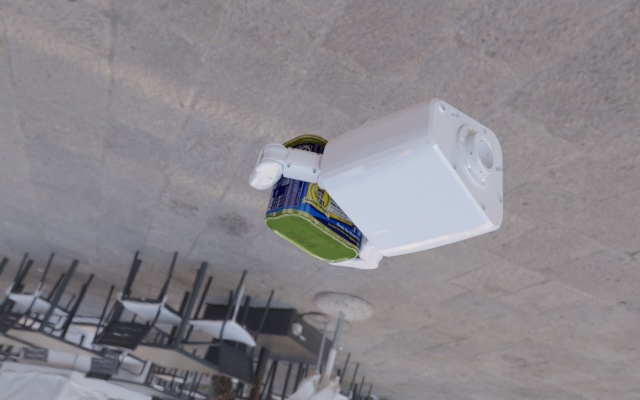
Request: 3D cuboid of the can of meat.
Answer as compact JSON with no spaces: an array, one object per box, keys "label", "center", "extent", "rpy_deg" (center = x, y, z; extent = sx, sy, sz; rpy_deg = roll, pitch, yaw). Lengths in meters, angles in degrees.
[{"label":"can of meat","center":[0.000,0.002,0.455],"extent":[0.057,0.084,0.102],"rpy_deg":[-17,-41,41]}]
